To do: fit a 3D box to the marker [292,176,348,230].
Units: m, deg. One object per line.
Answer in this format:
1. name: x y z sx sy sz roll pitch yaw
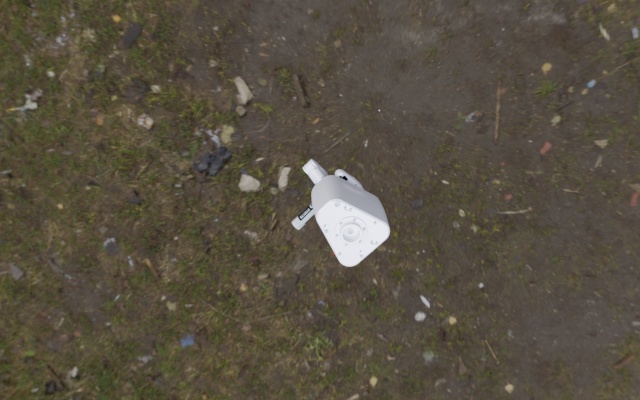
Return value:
1. marker: 0.000 0.003 0.800 0.121 0.020 0.020 -43 -12 13
